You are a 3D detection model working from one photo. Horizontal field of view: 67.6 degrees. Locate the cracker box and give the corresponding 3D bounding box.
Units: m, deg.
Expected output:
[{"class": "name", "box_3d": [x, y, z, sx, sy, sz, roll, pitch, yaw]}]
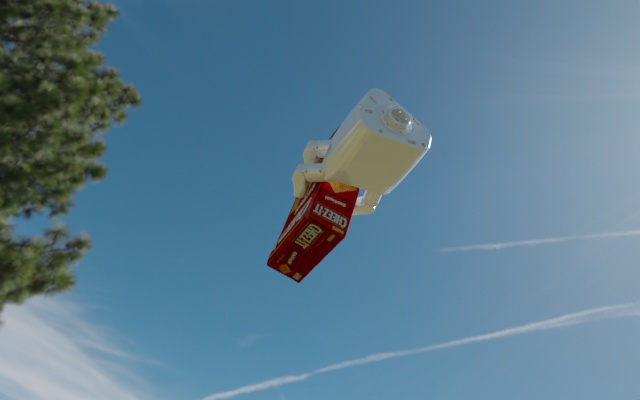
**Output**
[{"class": "cracker box", "box_3d": [0.000, 0.002, 0.775, 0.072, 0.213, 0.164, 29, -42, -9]}]
